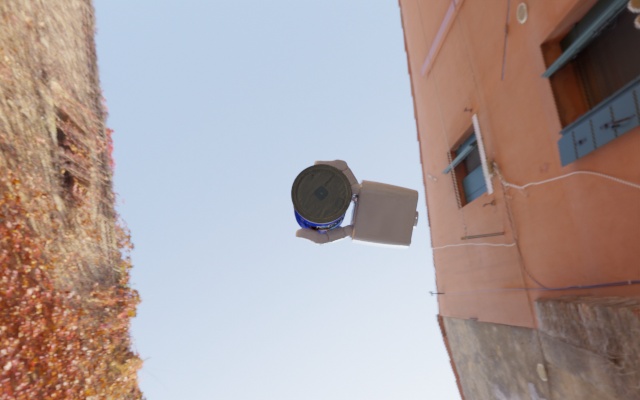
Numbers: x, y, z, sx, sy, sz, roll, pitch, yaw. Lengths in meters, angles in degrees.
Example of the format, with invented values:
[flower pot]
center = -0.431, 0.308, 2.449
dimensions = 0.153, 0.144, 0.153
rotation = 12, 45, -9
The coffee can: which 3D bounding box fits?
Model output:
[coffee can]
center = 0.000, 0.003, 0.864
dimensions = 0.103, 0.102, 0.140
rotation = 0, -12, -1
